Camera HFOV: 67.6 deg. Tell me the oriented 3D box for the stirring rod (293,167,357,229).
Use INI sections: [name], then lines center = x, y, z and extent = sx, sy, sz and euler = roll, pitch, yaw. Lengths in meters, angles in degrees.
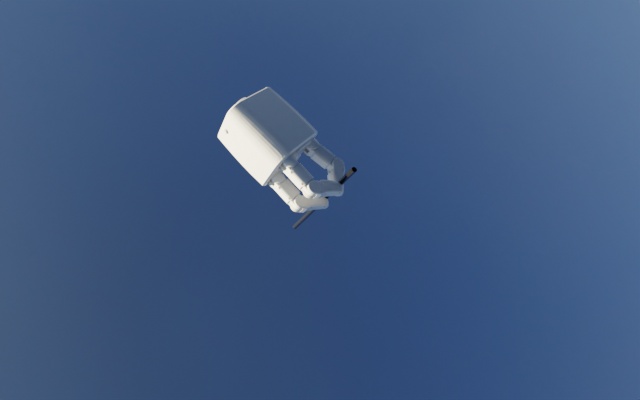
[stirring rod]
center = 0.000, 0.002, 0.765
extent = 0.011, 0.011, 0.240
euler = 0, -22, -25
